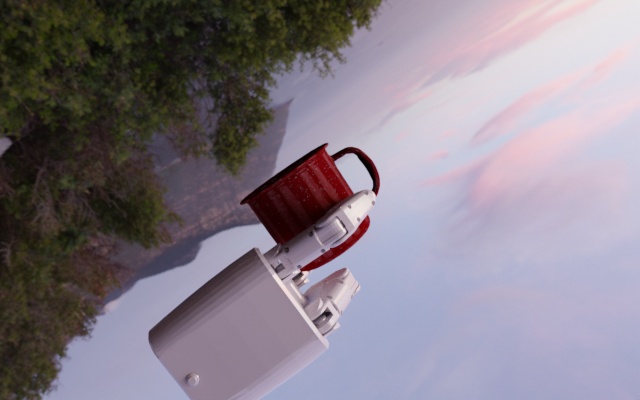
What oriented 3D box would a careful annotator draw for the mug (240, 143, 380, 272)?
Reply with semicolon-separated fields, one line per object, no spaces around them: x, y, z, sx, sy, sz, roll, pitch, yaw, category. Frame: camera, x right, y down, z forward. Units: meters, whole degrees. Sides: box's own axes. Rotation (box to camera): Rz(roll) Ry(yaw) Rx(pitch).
0.001;0.001;0.423;0.117;0.081;0.093;-35;8;-4;mug
